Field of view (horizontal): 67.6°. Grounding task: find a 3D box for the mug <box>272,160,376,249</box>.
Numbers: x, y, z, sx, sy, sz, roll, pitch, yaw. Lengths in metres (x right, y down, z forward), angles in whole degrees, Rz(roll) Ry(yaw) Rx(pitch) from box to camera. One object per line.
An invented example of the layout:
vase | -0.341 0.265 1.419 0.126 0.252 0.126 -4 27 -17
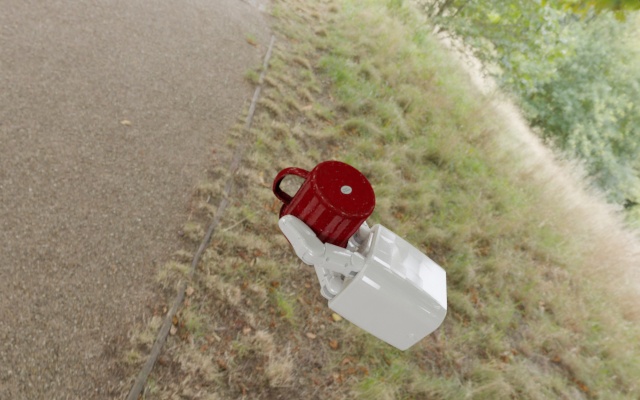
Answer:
mug | -0.001 0.001 0.546 0.117 0.093 0.081 34 -47 -4
